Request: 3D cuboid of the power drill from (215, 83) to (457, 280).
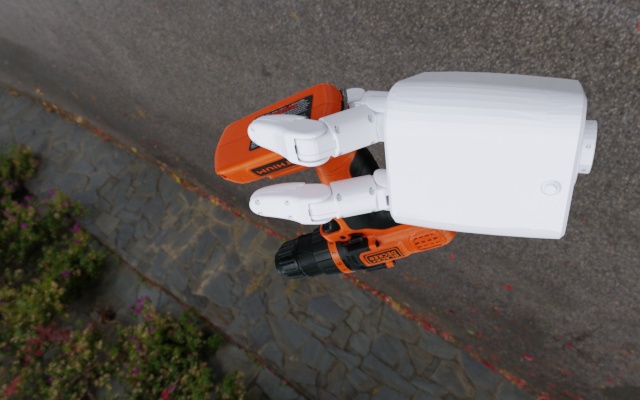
[{"bbox_3d":[0.000,0.001,0.403,0.184,0.057,0.188,-20,-42,25],"label":"power drill"}]
